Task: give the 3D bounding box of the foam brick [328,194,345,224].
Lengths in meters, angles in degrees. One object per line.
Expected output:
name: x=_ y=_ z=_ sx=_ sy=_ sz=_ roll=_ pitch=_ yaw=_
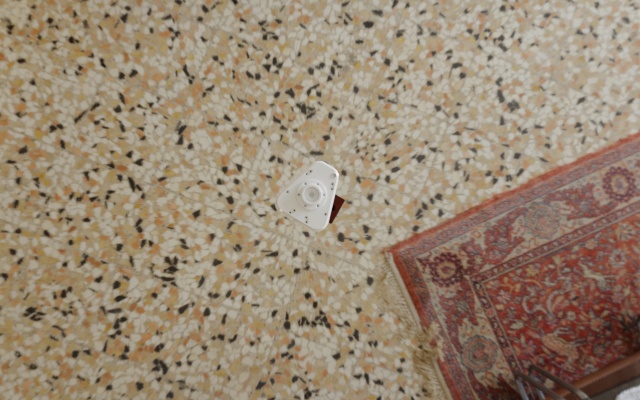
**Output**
foam brick: x=0.000 y=0.003 z=0.893 sx=0.078 sy=0.053 sz=0.051 roll=30 pitch=-2 yaw=-2
